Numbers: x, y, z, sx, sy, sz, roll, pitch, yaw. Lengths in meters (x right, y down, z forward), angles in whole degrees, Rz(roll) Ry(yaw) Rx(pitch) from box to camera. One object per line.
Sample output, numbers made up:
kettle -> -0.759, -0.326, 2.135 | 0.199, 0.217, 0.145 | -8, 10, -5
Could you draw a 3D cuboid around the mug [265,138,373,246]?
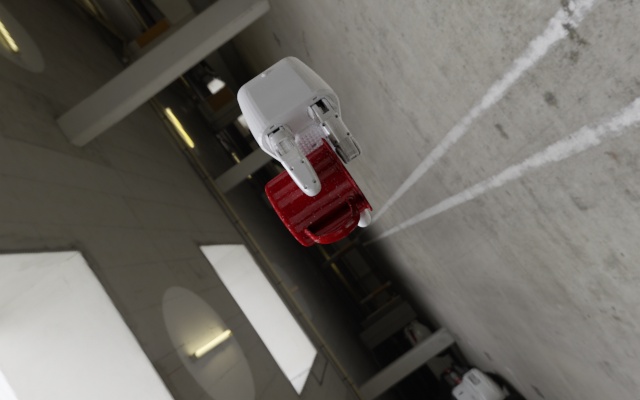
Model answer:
mug -> 0.000, 0.003, 0.495 | 0.081, 0.093, 0.117 | -35, 42, 3
